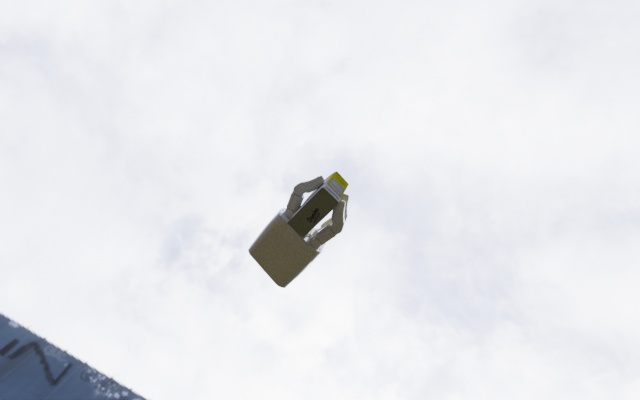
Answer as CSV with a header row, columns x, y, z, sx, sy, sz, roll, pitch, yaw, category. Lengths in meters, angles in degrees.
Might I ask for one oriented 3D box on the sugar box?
x,y,z,sx,sy,sz,roll,pitch,yaw,category
0.000,0.003,0.889,0.093,0.048,0.176,-45,5,16,sugar box
